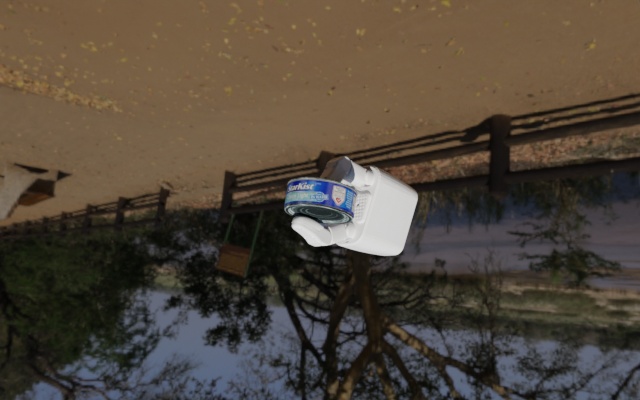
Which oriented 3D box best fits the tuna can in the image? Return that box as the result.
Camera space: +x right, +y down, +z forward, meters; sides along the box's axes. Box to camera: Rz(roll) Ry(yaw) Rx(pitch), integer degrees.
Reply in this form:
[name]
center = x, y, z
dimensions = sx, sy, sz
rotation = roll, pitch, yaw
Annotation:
[tuna can]
center = 0.000, 0.002, 0.572
dimensions = 0.086, 0.033, 0.086
rotation = 8, -15, 2
